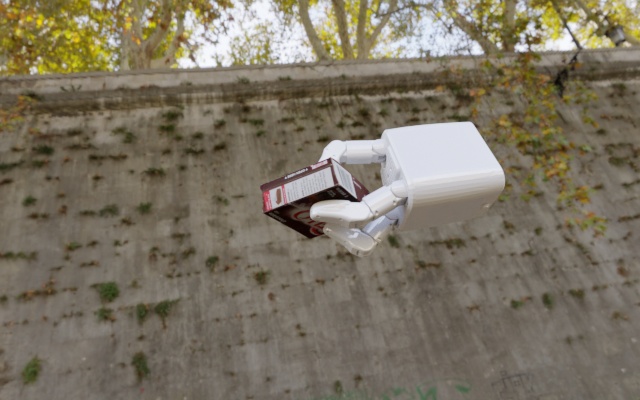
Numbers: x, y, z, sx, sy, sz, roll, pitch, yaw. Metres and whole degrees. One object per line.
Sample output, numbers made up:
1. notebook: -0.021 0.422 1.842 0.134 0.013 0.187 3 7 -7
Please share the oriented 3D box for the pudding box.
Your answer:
1. pudding box: 0.000 0.002 0.532 0.090 0.039 0.113 -21 -29 19
